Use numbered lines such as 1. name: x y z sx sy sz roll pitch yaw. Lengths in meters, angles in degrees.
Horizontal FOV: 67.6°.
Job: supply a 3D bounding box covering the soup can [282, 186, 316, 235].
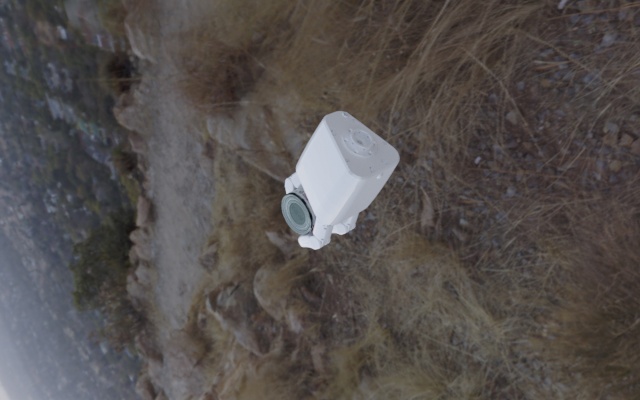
1. soup can: 0.000 0.003 0.728 0.102 0.068 0.068 -27 17 -37
